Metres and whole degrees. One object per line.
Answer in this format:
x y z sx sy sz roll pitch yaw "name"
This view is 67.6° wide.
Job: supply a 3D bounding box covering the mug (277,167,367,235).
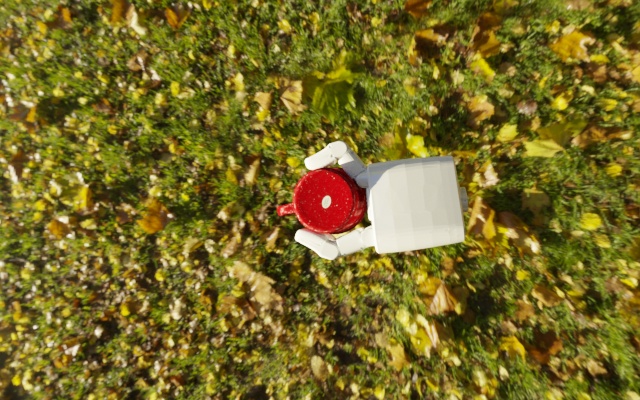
-0.001 0.002 0.620 0.117 0.093 0.081 -9 -2 10 "mug"
